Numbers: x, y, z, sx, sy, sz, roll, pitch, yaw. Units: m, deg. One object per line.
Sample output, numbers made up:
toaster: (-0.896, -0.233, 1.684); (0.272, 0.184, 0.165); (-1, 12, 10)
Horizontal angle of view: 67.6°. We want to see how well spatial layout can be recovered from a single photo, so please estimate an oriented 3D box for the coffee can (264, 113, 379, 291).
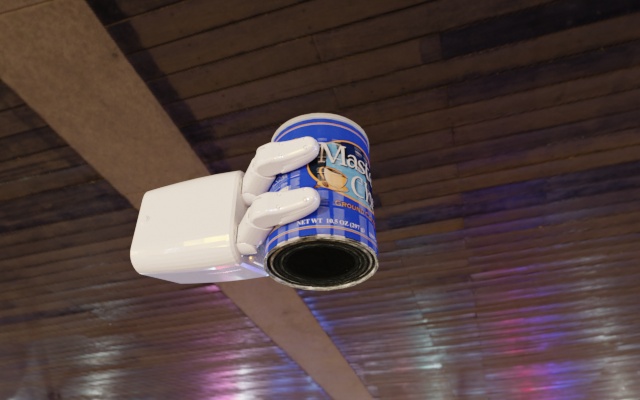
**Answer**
coffee can: (0.000, 0.001, 0.462); (0.103, 0.140, 0.103); (0, -35, 0)
